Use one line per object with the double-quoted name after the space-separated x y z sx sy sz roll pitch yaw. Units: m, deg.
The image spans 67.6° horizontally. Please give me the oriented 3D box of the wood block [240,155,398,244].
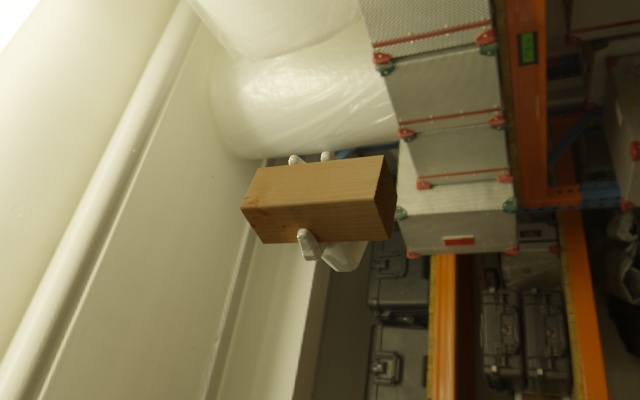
0.000 0.003 0.713 0.206 0.090 0.090 -4 -45 23 "wood block"
